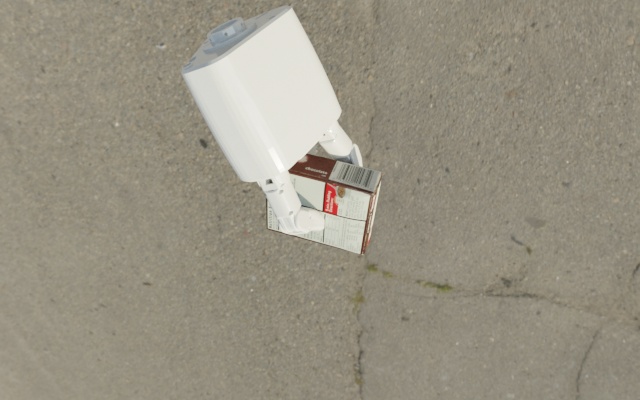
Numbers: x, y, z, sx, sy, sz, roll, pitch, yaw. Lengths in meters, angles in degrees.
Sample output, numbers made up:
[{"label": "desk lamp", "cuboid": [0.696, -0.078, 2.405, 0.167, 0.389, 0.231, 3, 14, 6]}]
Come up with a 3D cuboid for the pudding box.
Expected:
[{"label": "pudding box", "cuboid": [0.000, 0.002, 0.489, 0.113, 0.090, 0.039, 16, 44, 12]}]
